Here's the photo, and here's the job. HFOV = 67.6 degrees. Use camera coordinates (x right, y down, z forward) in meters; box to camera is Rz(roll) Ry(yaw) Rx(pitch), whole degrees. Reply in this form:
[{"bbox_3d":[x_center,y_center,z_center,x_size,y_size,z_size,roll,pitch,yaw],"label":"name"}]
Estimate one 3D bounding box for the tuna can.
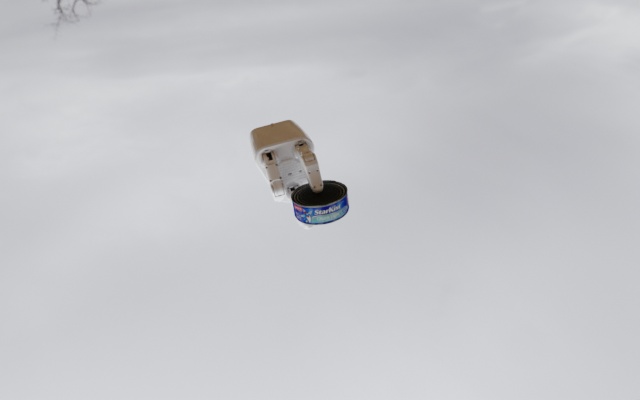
[{"bbox_3d":[0.000,0.003,0.719,0.086,0.034,0.086,-7,27,4],"label":"tuna can"}]
